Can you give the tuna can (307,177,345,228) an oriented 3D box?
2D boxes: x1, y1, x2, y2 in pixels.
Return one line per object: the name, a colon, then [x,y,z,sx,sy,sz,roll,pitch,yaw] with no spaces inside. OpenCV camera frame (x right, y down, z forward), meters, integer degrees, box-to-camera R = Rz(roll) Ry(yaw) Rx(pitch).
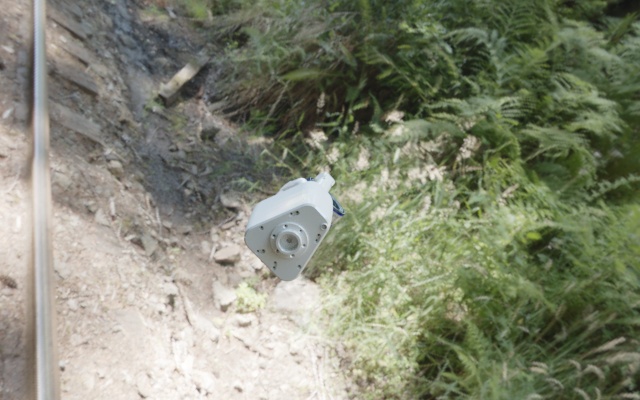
tuna can: [0.001,0.002,0.784,0.034,0.086,0.086,-44,-9,9]
